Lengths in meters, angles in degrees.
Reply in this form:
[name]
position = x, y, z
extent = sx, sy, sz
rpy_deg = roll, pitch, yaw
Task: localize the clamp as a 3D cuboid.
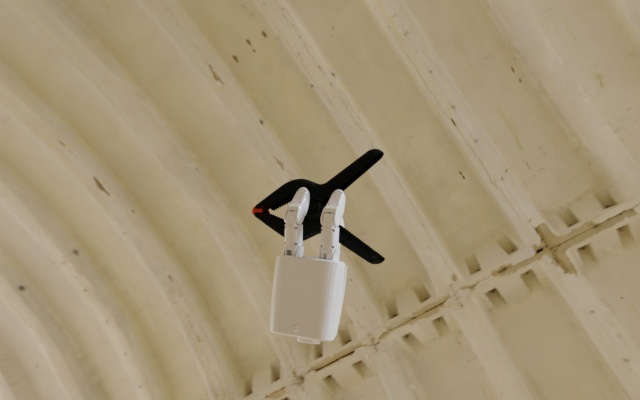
[clamp]
position = 0.000, 0.003, 0.704
extent = 0.210, 0.164, 0.036
rpy_deg = 3, -12, 22
